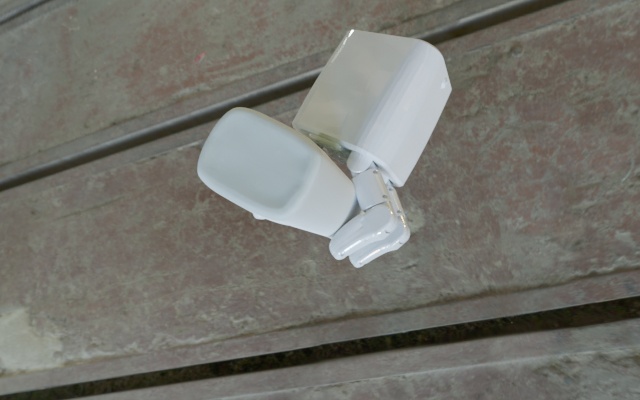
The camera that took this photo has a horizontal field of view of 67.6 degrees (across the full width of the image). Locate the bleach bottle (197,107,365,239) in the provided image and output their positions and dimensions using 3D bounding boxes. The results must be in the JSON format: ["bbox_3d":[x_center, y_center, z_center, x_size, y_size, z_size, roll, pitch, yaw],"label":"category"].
[{"bbox_3d":[0.000,0.002,0.449,0.102,0.068,0.251,28,-2,25],"label":"bleach bottle"}]
